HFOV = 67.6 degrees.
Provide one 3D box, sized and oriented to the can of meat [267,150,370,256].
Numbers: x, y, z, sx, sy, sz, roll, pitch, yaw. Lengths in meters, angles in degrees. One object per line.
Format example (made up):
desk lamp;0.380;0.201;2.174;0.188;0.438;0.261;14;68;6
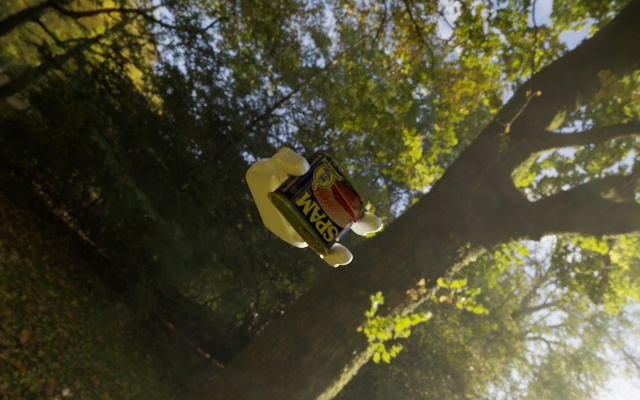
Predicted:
can of meat;0.000;0.002;0.582;0.084;0.102;0.057;-45;23;-15
